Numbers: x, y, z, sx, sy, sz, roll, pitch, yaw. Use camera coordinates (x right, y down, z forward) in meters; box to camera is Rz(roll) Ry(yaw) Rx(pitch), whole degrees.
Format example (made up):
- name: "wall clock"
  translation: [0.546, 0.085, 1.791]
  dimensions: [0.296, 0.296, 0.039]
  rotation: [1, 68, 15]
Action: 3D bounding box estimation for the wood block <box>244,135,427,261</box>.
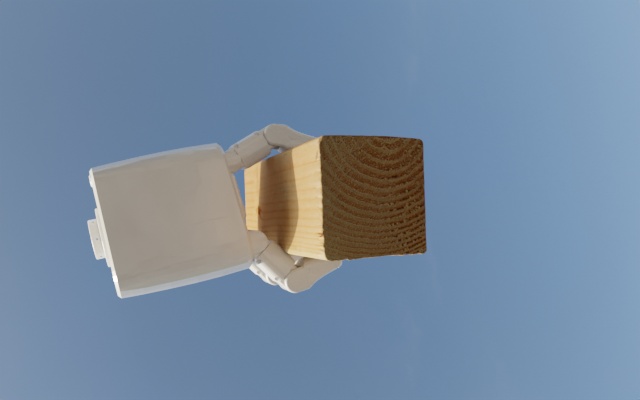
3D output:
- name: "wood block"
  translation: [0.000, 0.001, 0.442]
  dimensions: [0.090, 0.091, 0.206]
  rotation: [-2, -1, -24]
